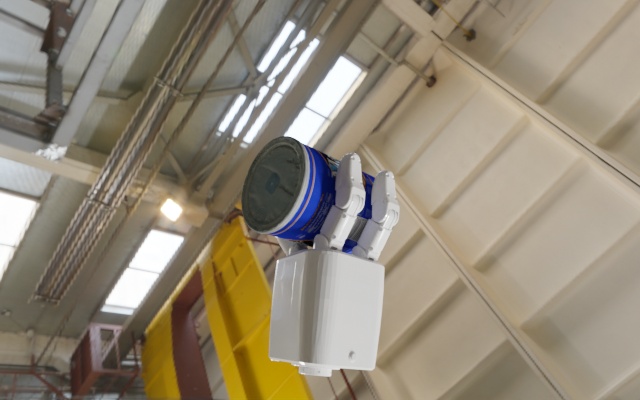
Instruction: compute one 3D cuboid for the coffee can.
[{"bbox_3d":[0.000,0.002,0.525,0.140,0.103,0.103,21,-14,-40],"label":"coffee can"}]
